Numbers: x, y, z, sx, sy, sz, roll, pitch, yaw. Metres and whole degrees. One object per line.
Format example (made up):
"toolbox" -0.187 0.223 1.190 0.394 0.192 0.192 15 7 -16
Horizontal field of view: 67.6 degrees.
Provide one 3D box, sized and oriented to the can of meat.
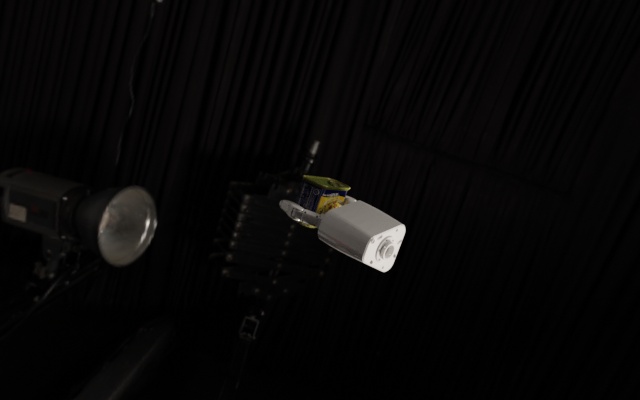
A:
"can of meat" 0.000 0.003 0.896 0.057 0.084 0.102 27 14 34
